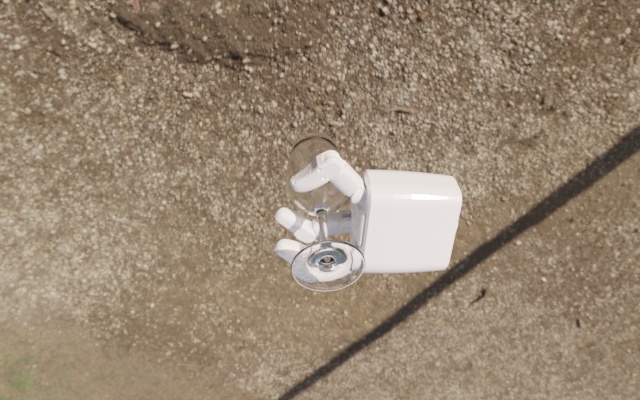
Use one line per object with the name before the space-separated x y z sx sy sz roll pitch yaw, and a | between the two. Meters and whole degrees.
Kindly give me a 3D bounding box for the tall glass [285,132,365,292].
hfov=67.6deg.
tall glass | 0.000 0.002 0.546 0.079 0.079 0.200 0 41 -6
